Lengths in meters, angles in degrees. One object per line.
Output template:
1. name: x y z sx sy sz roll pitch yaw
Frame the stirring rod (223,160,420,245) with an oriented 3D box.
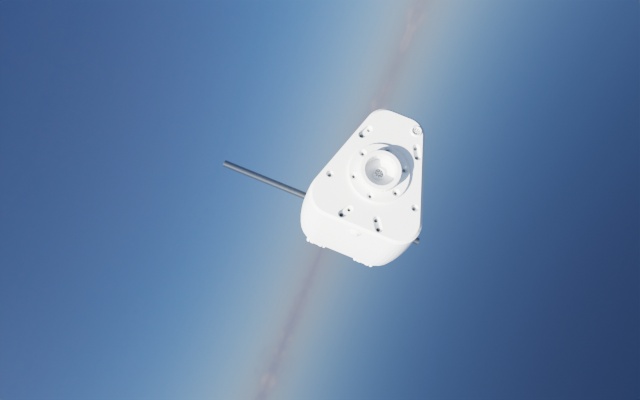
1. stirring rod: 0.000 0.002 0.549 0.239 0.011 0.011 22 1 2
